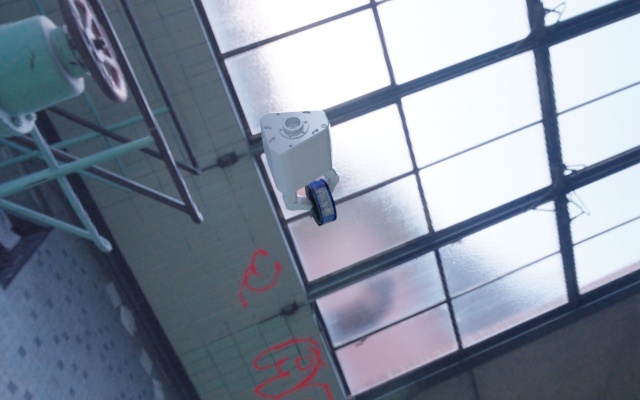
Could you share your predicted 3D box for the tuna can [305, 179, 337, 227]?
[{"bbox_3d":[0.001,0.003,0.891,0.034,0.086,0.086,-18,4,-11],"label":"tuna can"}]
